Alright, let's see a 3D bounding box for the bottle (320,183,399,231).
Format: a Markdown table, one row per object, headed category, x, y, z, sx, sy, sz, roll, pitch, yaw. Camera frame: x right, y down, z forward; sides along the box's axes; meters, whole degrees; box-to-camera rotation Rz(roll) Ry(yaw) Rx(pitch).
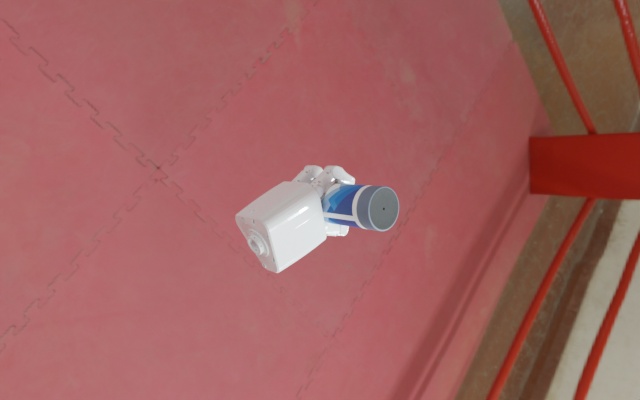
| category | x | y | z | sx | sy | sz | roll | pitch | yaw |
| --- | --- | --- | --- | --- | --- | --- | --- | --- | --- |
| bottle | 0.000 | 0.003 | 0.812 | 0.069 | 0.069 | 0.295 | 0 | 4 | -39 |
